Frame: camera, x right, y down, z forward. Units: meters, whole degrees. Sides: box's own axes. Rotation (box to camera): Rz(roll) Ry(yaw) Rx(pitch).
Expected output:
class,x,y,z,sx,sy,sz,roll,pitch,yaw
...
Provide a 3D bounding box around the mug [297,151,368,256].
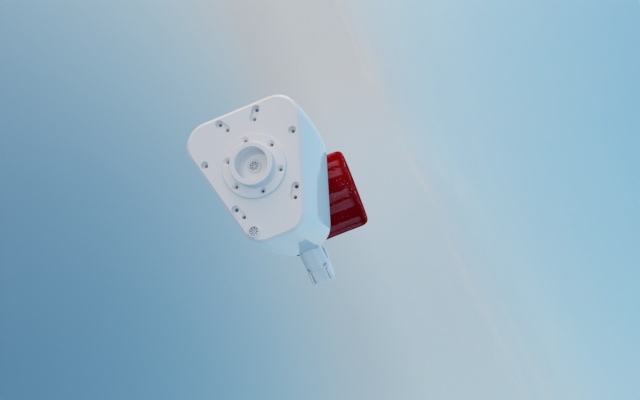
class,x,y,z,sx,sy,sz,roll,pitch,yaw
mug,0.001,0.002,0.507,0.081,0.093,0.117,-21,-12,6
